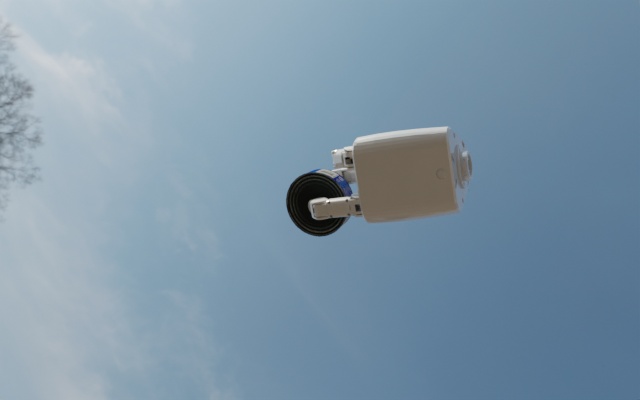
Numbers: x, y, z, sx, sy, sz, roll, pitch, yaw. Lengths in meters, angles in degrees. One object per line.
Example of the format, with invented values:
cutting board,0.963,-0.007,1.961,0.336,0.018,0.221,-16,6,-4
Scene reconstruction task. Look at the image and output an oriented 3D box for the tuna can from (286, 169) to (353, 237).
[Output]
tuna can,0.000,0.002,0.630,0.086,0.086,0.033,0,14,23
